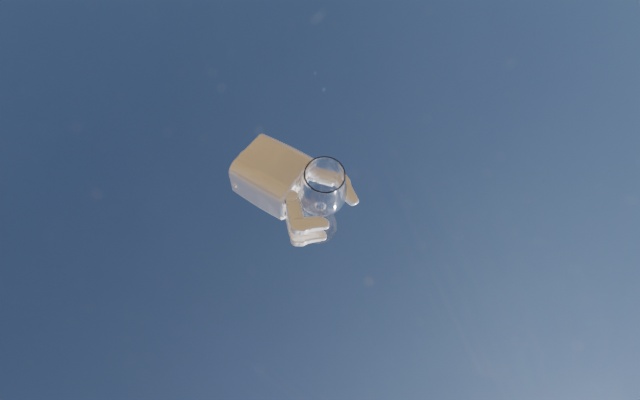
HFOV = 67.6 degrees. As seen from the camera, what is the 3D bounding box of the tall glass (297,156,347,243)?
[{"bbox_3d":[0.000,0.003,0.791,0.079,0.079,0.201,0,-24,-4],"label":"tall glass"}]
